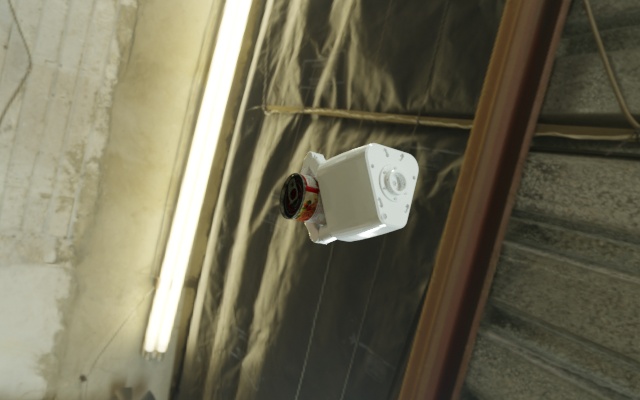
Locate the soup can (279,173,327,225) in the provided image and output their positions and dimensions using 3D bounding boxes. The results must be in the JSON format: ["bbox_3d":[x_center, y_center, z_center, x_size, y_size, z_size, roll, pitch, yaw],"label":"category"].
[{"bbox_3d":[0.000,0.003,0.707,0.102,0.068,0.068,12,-7,-32],"label":"soup can"}]
